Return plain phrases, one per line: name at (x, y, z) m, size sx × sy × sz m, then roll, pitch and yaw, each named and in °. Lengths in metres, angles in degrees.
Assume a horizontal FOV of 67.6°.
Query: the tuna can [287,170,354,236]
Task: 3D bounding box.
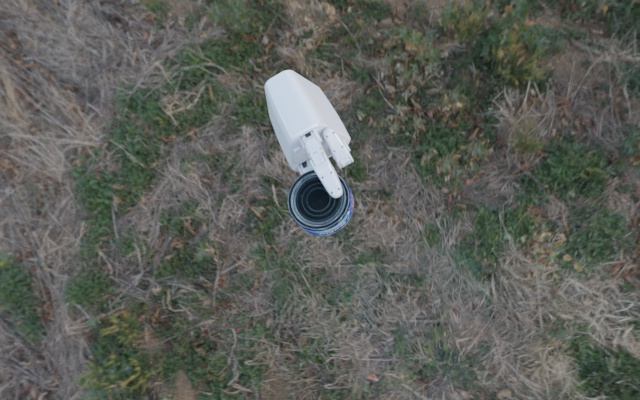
tuna can at (0.000, 0.002, 0.635) m, size 0.086 × 0.086 × 0.034 m, roll 0°, pitch -15°, yaw 12°
